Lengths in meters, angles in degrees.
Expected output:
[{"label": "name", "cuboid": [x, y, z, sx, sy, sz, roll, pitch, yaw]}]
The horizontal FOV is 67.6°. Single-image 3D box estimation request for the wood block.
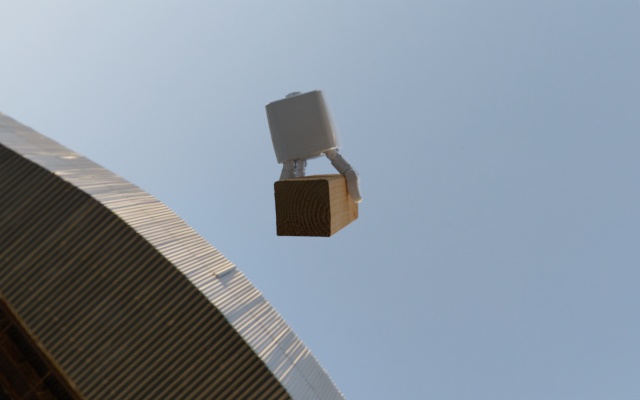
[{"label": "wood block", "cuboid": [0.000, 0.002, 0.827, 0.091, 0.090, 0.206, -1, 6, 17]}]
